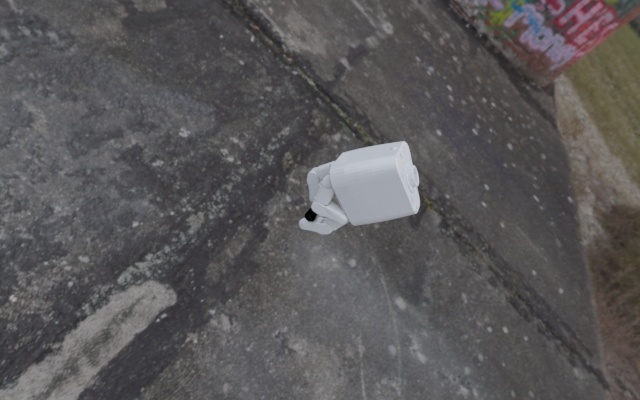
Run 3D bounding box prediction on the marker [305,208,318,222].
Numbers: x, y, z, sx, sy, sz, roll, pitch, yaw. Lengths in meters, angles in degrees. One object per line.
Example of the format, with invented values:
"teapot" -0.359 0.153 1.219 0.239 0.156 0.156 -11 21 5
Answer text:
"marker" 0.000 0.003 0.827 0.020 0.020 0.121 0 26 21
